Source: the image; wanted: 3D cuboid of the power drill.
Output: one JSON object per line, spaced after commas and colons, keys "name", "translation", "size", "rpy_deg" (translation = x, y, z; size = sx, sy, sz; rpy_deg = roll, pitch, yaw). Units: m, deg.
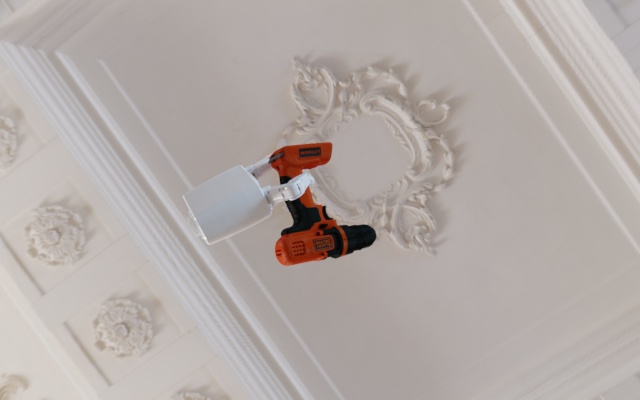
{"name": "power drill", "translation": [0.000, 0.002, 0.771], "size": [0.184, 0.187, 0.057], "rpy_deg": [-8, -9, -34]}
